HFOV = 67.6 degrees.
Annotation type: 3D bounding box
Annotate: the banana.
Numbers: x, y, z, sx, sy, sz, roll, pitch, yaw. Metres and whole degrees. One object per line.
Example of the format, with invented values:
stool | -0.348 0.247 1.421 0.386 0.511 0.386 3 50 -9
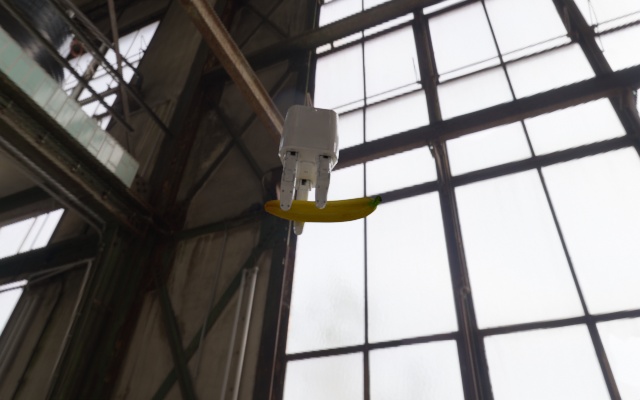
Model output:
banana | 0.009 0.012 0.785 0.198 0.037 0.070 -5 -32 18
